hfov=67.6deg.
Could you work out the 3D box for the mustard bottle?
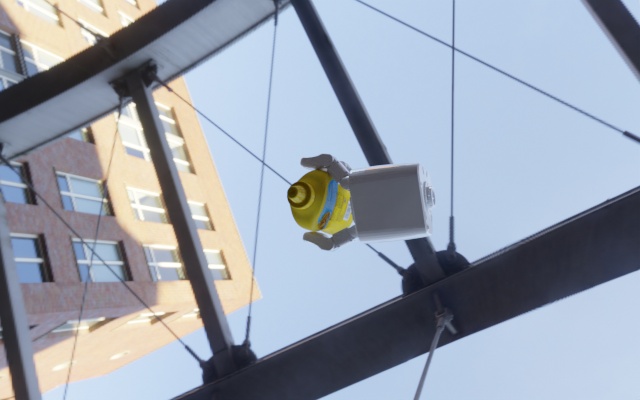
[{"bbox_3d":[0.000,0.002,0.759,0.058,0.096,0.192,18,0,26],"label":"mustard bottle"}]
